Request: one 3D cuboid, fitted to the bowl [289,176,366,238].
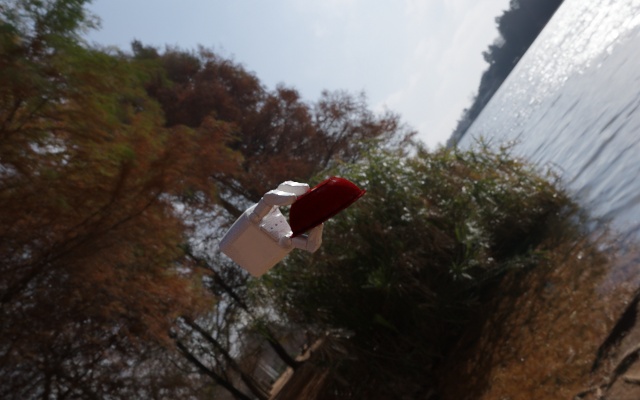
[{"bbox_3d":[0.001,0.002,0.863,0.162,0.055,0.162,-31,4,2],"label":"bowl"}]
